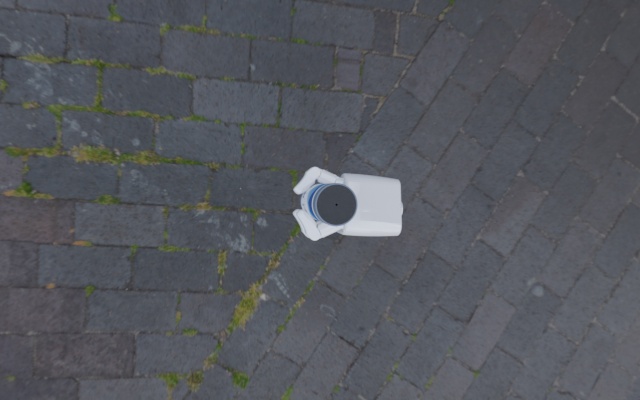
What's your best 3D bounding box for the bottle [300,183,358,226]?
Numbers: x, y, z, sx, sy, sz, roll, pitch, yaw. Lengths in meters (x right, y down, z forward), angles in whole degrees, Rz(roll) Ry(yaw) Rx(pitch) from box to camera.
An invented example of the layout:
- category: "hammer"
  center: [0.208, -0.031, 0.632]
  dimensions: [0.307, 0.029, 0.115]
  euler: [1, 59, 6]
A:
- category: "bottle"
  center: [0.000, 0.003, 0.871]
  dimensions: [0.069, 0.069, 0.295]
  euler: [0, 1, -10]
